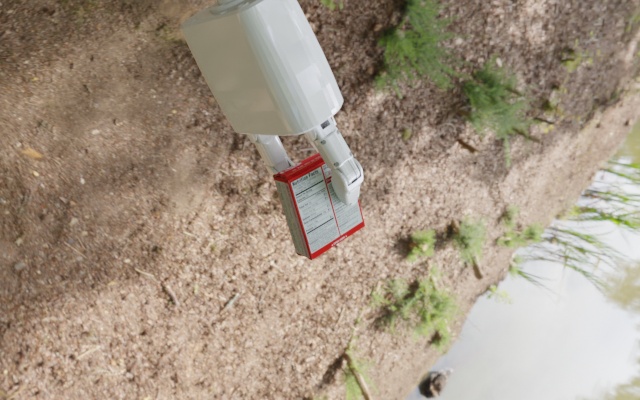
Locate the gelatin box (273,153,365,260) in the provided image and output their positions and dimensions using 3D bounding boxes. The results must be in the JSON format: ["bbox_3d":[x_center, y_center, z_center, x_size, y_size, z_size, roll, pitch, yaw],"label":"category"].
[{"bbox_3d":[0.000,0.002,0.464,0.073,0.089,0.030,-30,27,-30],"label":"gelatin box"}]
